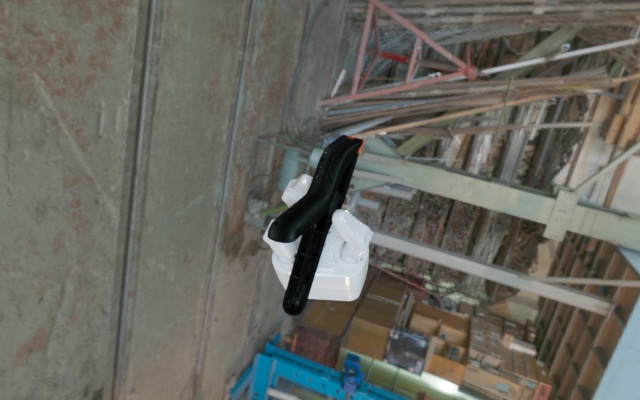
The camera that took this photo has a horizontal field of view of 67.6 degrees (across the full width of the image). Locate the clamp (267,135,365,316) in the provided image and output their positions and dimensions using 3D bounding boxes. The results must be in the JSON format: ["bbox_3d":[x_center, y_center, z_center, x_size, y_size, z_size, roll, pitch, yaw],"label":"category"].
[{"bbox_3d":[0.001,0.002,0.502,0.036,0.210,0.165,17,-27,13],"label":"clamp"}]
